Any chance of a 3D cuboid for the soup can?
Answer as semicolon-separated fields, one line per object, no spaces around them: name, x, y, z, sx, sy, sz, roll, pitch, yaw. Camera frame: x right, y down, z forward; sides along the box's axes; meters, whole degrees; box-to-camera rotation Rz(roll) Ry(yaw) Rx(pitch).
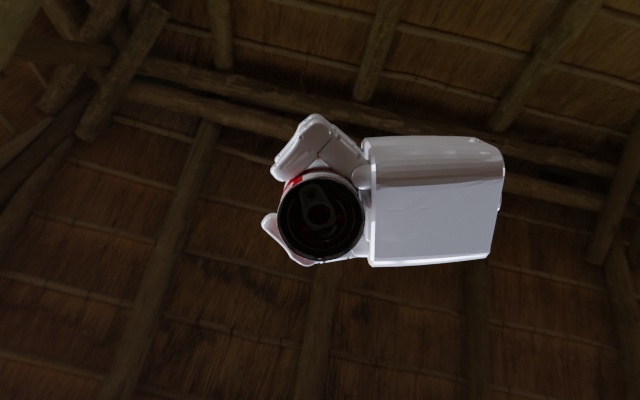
soup can;0.000;0.001;0.412;0.068;0.068;0.102;0;16;0
